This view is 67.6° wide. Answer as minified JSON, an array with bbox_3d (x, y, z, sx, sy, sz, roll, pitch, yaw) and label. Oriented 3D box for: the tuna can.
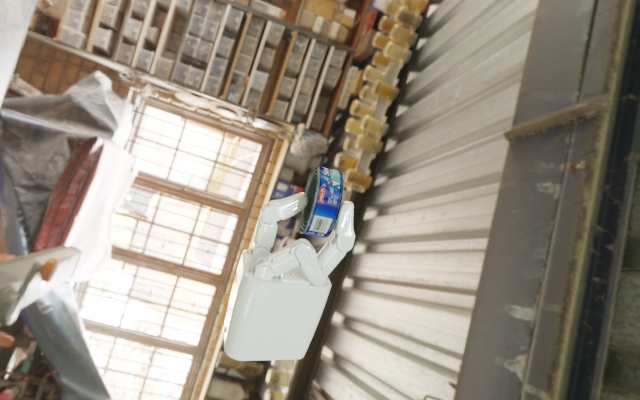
[{"bbox_3d":[0.001,0.002,0.586,0.034,0.086,0.086,13,-3,-11],"label":"tuna can"}]
